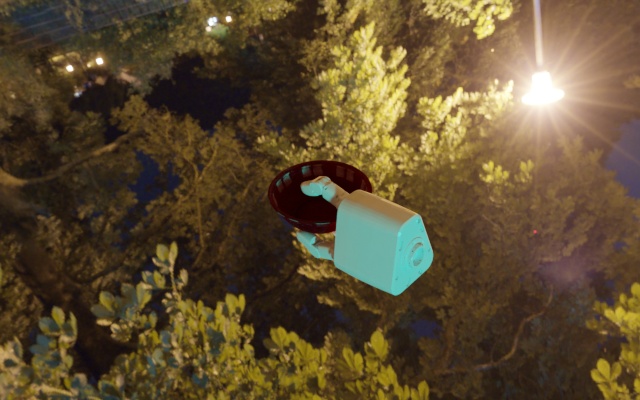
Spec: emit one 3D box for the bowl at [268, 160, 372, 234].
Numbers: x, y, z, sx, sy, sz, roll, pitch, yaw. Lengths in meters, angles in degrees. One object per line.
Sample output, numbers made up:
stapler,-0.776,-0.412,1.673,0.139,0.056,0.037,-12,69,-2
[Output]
bowl,-0.001,0.002,0.754,0.162,0.055,0.162,-2,39,1
